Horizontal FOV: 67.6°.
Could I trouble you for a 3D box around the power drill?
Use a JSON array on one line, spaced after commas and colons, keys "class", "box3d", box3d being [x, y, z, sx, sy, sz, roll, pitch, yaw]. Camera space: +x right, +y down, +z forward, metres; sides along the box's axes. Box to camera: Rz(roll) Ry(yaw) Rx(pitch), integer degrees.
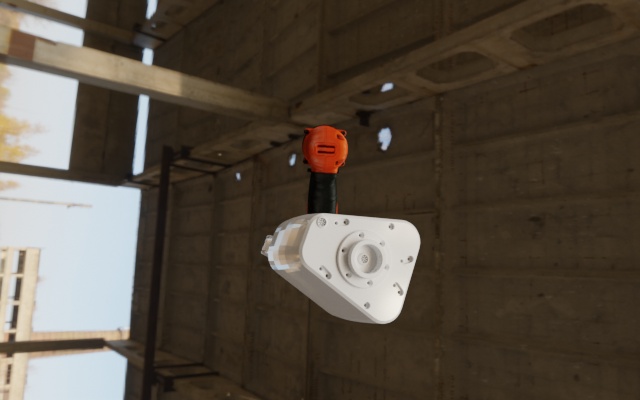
[{"class": "power drill", "box3d": [0.000, 0.002, 0.582, 0.057, 0.188, 0.184, 1, 8, 1]}]
